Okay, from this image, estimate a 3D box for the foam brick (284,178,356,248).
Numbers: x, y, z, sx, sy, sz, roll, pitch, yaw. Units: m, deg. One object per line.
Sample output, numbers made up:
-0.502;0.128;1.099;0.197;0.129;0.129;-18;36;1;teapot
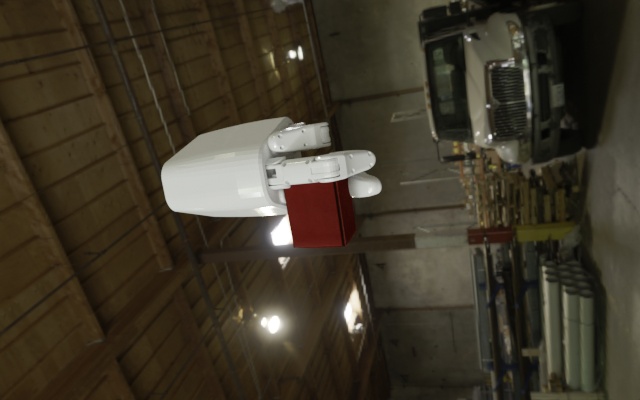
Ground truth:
0.000;0.002;0.456;0.051;0.078;0.053;-6;9;17;foam brick
